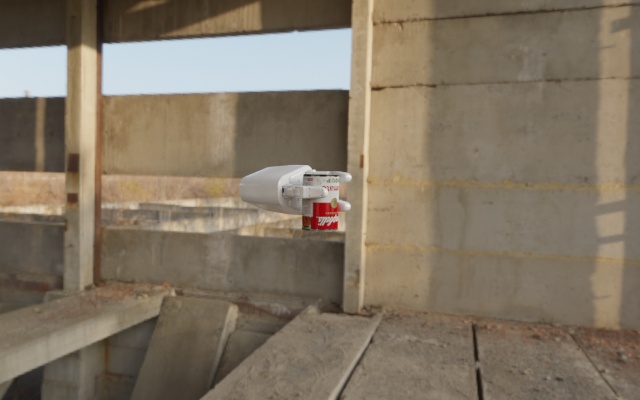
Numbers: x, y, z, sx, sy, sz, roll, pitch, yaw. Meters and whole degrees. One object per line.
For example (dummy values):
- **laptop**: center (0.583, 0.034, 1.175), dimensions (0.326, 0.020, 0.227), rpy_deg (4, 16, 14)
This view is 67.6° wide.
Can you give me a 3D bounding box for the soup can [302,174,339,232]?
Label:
- **soup can**: center (0.000, 0.003, 0.875), dimensions (0.068, 0.102, 0.068), rpy_deg (1, 3, 0)
